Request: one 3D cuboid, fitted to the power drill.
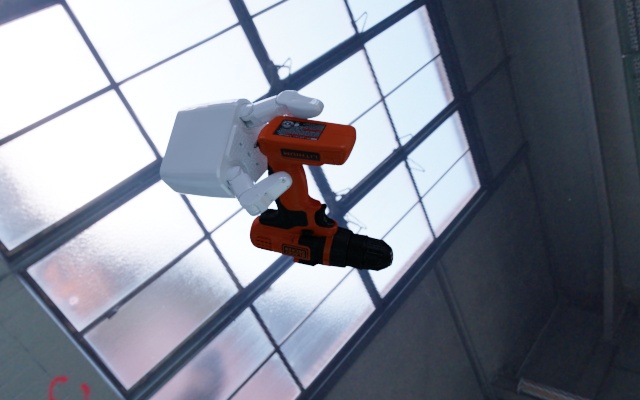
[{"bbox_3d":[0.000,0.001,0.556,0.184,0.188,0.057,9,38,11],"label":"power drill"}]
